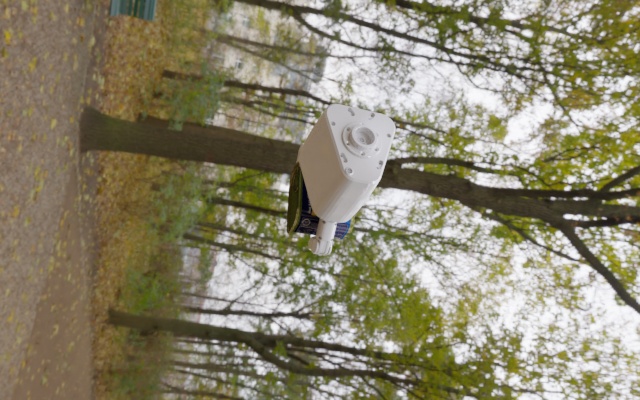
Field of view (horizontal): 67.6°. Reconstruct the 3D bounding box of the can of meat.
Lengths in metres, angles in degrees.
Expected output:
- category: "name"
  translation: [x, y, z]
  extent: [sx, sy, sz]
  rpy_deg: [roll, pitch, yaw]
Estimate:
- category: "can of meat"
  translation: [0.000, 0.002, 0.682]
  extent: [0.084, 0.102, 0.057]
  rpy_deg: [10, -32, -14]
